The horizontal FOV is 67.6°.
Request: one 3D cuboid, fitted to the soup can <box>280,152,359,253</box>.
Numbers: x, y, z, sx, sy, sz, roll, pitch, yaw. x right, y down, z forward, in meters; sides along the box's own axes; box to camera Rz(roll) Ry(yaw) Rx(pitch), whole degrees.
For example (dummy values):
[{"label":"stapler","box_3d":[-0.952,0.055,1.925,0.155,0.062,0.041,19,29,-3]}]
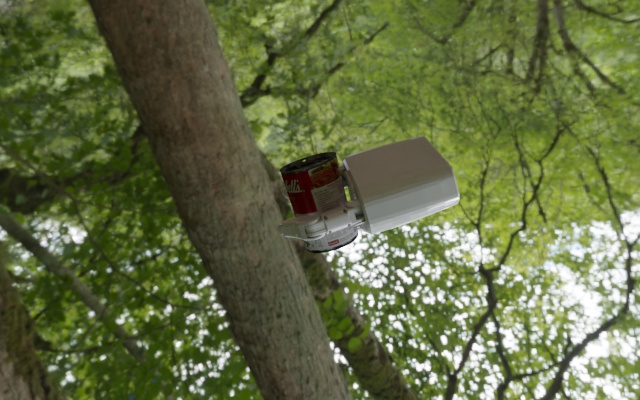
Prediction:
[{"label":"soup can","box_3d":[0.000,0.002,0.558,0.068,0.102,0.068,-16,15,4]}]
